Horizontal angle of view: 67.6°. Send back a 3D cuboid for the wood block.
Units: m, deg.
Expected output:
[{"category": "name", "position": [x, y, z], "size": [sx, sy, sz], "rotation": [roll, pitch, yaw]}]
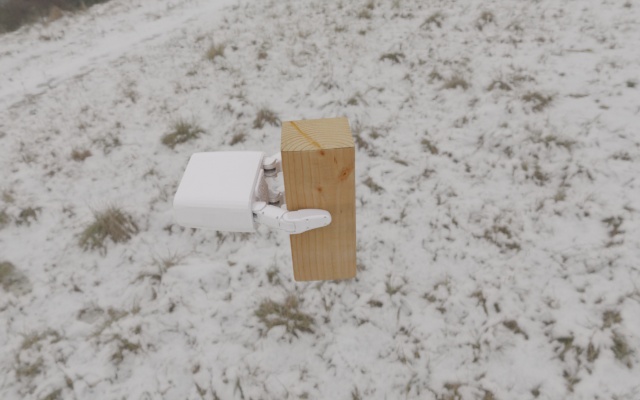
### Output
[{"category": "wood block", "position": [0.000, 0.002, 0.651], "size": [0.090, 0.206, 0.090], "rotation": [-4, 33, -1]}]
